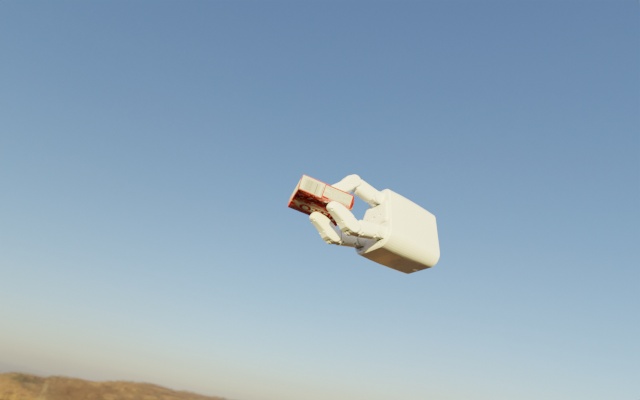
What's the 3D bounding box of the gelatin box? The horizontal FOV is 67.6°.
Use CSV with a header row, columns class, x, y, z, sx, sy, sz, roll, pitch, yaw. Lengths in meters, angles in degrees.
class,x,y,z,sx,sy,sz,roll,pitch,yaw
gelatin box,0.000,0.002,0.751,0.089,0.030,0.073,23,-28,-7
